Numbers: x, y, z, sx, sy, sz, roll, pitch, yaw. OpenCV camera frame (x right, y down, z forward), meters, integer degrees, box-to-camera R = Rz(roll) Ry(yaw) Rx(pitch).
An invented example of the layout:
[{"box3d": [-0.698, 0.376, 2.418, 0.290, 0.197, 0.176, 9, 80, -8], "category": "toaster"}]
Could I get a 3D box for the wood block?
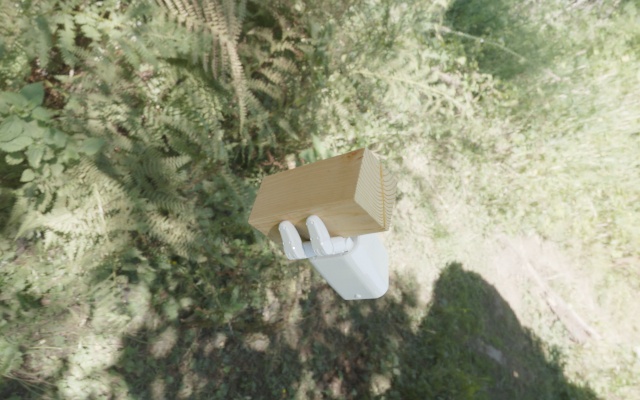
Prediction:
[{"box3d": [0.001, 0.002, 0.725, 0.206, 0.090, 0.090, -13, -41, 38], "category": "wood block"}]
